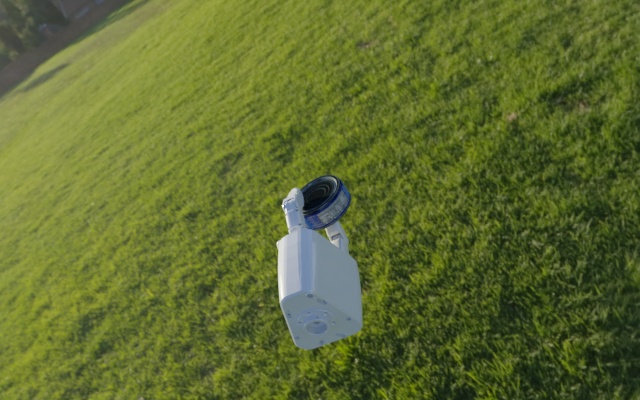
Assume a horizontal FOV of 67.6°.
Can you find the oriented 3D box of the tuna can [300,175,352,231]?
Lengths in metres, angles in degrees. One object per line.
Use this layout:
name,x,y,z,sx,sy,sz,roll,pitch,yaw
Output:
tuna can,0.000,0.002,0.697,0.086,0.086,0.034,0,-44,46
